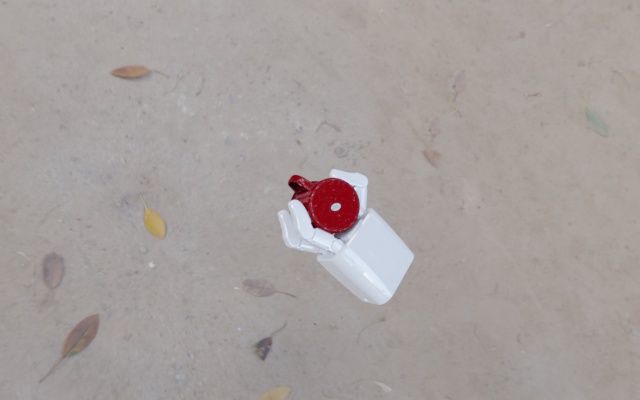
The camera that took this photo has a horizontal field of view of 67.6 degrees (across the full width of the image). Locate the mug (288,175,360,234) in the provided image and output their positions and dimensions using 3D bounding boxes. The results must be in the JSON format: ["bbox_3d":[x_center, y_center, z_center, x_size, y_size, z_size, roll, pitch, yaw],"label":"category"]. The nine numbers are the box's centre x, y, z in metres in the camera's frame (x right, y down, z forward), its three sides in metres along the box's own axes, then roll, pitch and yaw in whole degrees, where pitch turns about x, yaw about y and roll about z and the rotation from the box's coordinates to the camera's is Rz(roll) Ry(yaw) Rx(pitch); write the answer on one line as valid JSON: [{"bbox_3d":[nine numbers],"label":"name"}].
[{"bbox_3d":[-0.001,0.001,0.722,0.117,0.093,0.081,44,-19,-10],"label":"mug"}]
